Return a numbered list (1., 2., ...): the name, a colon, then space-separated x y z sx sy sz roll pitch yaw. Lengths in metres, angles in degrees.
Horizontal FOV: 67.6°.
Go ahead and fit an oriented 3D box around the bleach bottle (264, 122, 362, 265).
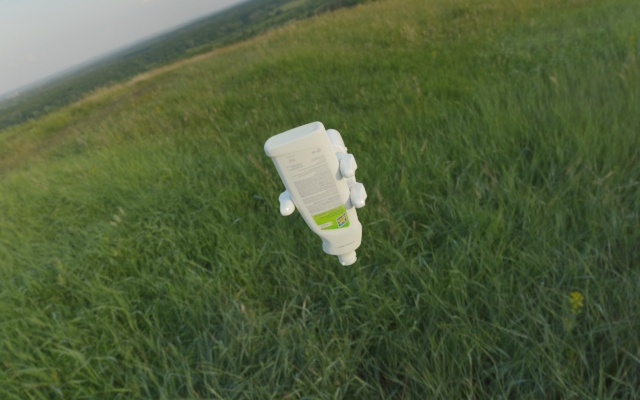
1. bleach bottle: 0.000 0.003 0.794 0.102 0.251 0.068 -18 24 7
